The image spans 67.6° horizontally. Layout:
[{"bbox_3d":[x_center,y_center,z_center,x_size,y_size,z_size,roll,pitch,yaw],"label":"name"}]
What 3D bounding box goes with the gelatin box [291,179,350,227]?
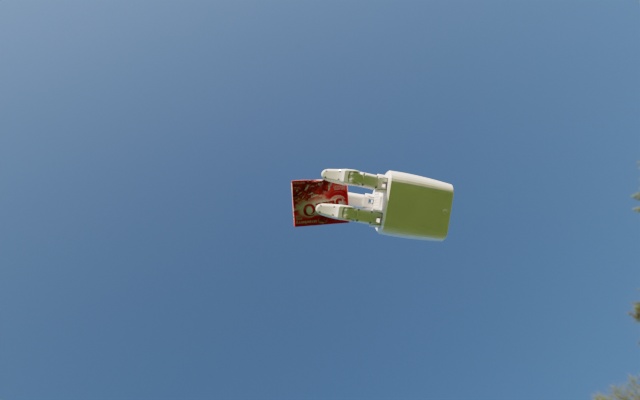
[{"bbox_3d":[0.000,0.003,0.758,0.089,0.073,0.030,-4,-1,-2],"label":"gelatin box"}]
